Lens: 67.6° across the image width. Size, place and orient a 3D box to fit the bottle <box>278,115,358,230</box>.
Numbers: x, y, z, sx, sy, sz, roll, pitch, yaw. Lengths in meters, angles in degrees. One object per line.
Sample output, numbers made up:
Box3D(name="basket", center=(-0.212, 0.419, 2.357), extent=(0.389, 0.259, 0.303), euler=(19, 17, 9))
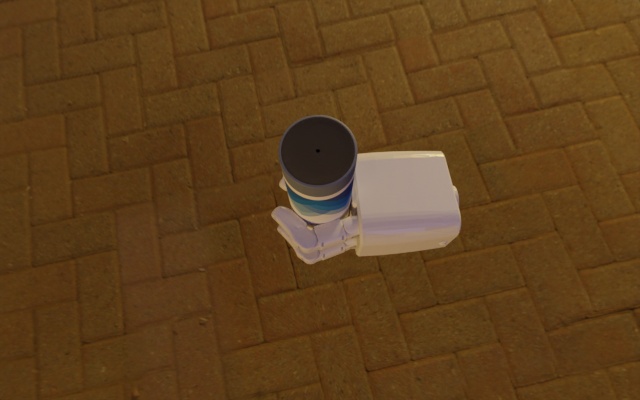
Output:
Box3D(name="bottle", center=(0.000, 0.002, 0.538), extent=(0.069, 0.069, 0.296), euler=(0, -17, 1))
